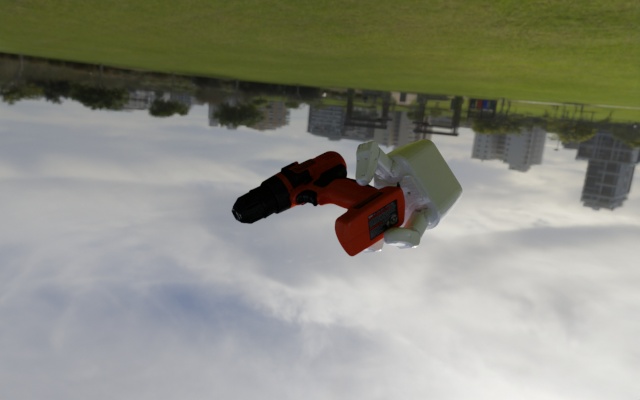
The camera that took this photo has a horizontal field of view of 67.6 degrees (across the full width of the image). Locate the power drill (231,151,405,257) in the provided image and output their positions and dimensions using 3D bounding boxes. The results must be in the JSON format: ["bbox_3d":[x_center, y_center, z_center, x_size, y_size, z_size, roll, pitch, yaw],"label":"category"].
[{"bbox_3d":[0.001,0.002,0.620,0.184,0.057,0.187,-30,38,-27],"label":"power drill"}]
